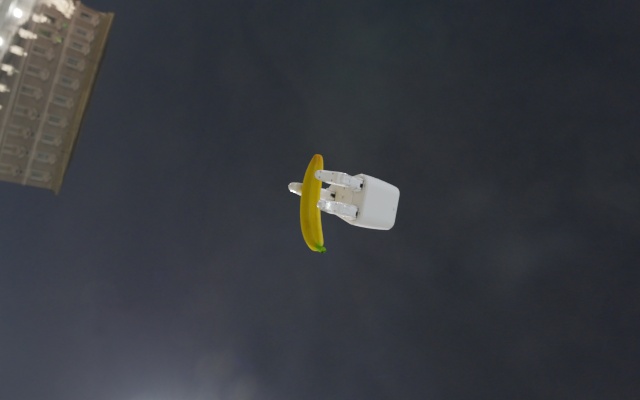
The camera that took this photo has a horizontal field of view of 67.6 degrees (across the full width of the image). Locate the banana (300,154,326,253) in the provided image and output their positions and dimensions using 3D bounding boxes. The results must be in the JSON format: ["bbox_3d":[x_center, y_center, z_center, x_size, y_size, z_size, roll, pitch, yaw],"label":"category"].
[{"bbox_3d":[-0.011,0.012,0.895,0.037,0.197,0.070,13,-29,-36],"label":"banana"}]
